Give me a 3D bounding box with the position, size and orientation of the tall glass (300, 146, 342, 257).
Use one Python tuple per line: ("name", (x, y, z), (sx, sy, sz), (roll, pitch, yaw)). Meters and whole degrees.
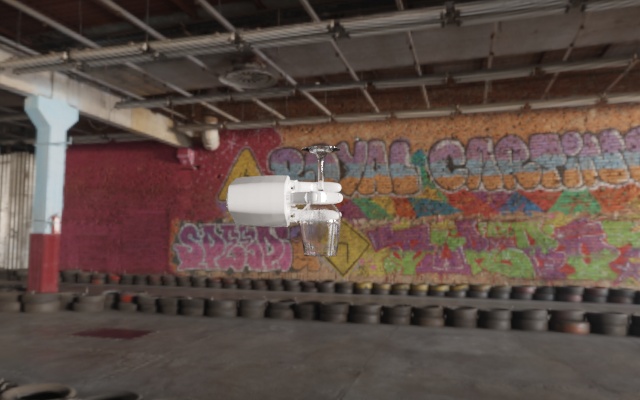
("tall glass", (0.000, 0.002, 0.892), (0.079, 0.201, 0.079), (0, -4, 0))
